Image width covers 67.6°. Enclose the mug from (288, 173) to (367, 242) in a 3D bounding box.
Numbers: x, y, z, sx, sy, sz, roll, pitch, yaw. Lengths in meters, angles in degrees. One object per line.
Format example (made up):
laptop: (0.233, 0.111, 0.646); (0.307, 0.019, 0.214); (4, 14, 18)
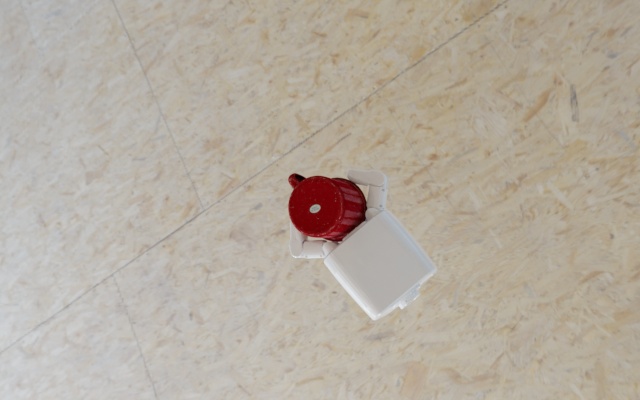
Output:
mug: (-0.001, 0.001, 0.656); (0.117, 0.093, 0.081); (46, 13, 19)
